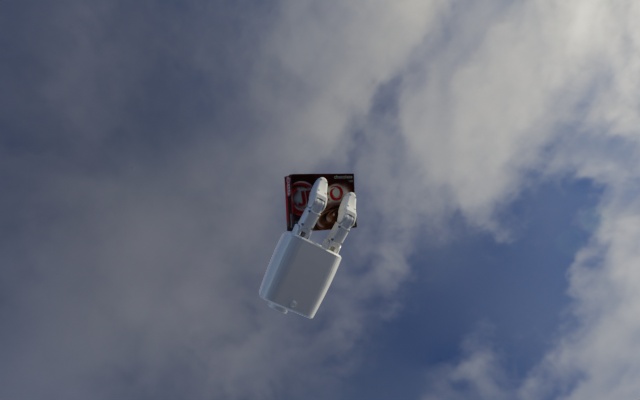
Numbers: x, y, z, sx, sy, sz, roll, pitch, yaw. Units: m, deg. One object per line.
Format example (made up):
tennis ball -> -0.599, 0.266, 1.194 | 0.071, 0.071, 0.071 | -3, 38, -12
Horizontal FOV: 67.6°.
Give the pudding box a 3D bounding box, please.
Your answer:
pudding box -> 0.000, 0.003, 0.768 | 0.113, 0.090, 0.039 | -2, -1, -25
